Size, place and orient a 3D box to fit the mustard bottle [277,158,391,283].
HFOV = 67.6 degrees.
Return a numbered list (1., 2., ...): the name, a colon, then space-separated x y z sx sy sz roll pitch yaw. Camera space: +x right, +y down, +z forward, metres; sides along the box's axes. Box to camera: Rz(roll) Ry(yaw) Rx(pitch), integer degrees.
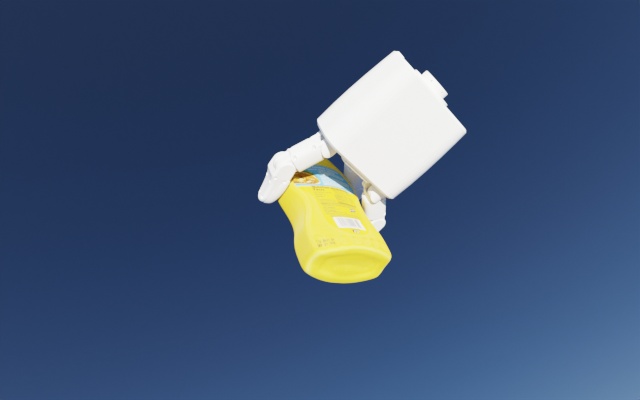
1. mustard bottle: 0.000 0.002 0.533 0.096 0.058 0.191 7 39 -30
